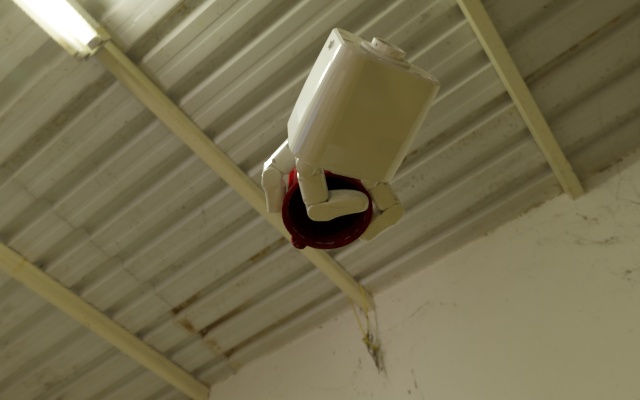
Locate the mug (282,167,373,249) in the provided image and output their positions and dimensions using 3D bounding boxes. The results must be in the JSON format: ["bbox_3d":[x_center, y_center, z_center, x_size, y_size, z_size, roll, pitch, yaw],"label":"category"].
[{"bbox_3d":[0.000,0.003,0.525,0.093,0.117,0.081,22,27,-15],"label":"mug"}]
